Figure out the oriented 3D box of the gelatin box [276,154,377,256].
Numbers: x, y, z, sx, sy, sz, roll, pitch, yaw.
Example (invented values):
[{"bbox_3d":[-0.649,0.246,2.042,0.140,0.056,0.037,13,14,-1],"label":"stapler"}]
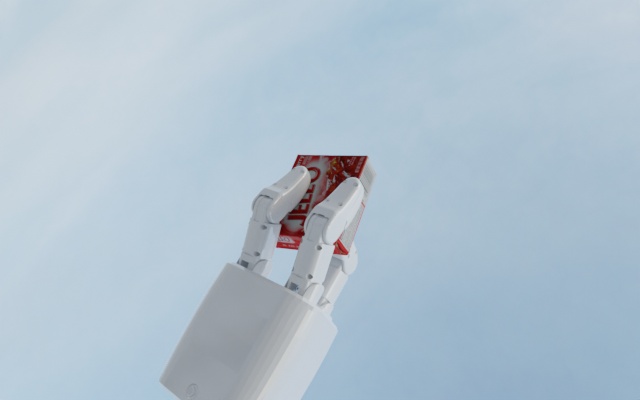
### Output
[{"bbox_3d":[0.000,0.001,0.416,0.073,0.089,0.030,4,-33,31],"label":"gelatin box"}]
